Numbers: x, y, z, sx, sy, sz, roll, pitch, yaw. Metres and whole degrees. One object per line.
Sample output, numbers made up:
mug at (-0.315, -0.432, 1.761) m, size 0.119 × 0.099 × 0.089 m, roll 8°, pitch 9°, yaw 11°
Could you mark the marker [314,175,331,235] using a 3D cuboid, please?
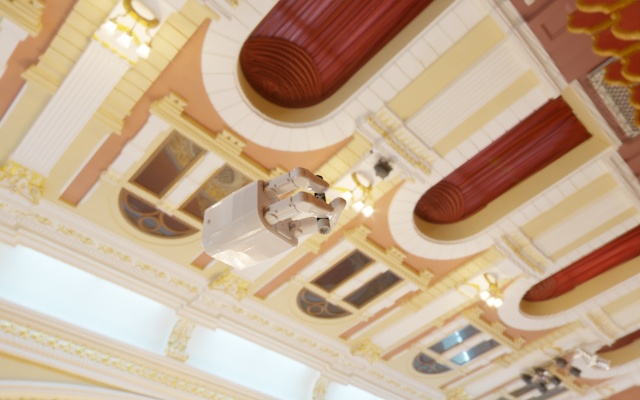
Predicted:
marker at (0.000, 0.002, 0.716) m, size 0.020 × 0.020 × 0.121 m, roll 0°, pitch 42°, yaw -7°
